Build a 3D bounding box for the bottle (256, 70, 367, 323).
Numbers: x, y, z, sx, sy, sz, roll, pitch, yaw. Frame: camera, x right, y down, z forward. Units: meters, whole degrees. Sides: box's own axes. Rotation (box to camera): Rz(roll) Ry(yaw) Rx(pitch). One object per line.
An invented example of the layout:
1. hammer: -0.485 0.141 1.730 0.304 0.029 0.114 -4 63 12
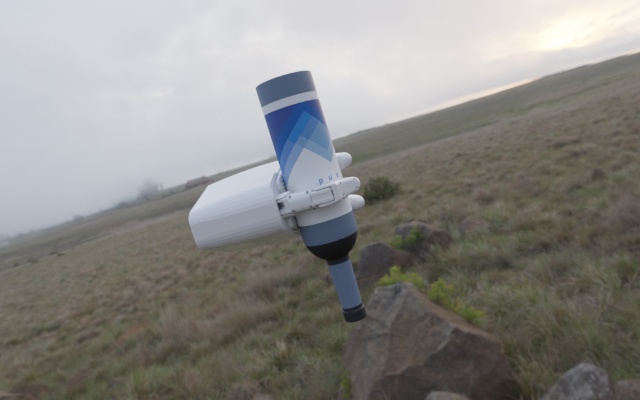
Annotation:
1. bottle: 0.000 0.002 0.561 0.069 0.296 0.069 -17 6 2
